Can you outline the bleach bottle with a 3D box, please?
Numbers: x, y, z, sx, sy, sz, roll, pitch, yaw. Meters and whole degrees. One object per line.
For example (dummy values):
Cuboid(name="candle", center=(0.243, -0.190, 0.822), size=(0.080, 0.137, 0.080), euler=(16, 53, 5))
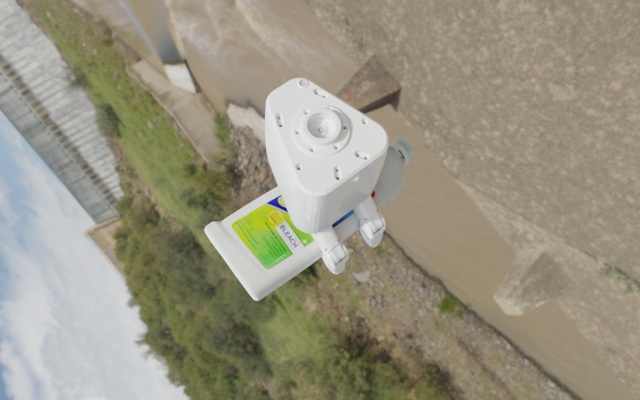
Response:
Cuboid(name="bleach bottle", center=(0.000, 0.002, 0.552), size=(0.251, 0.102, 0.068), euler=(-36, -12, -14))
